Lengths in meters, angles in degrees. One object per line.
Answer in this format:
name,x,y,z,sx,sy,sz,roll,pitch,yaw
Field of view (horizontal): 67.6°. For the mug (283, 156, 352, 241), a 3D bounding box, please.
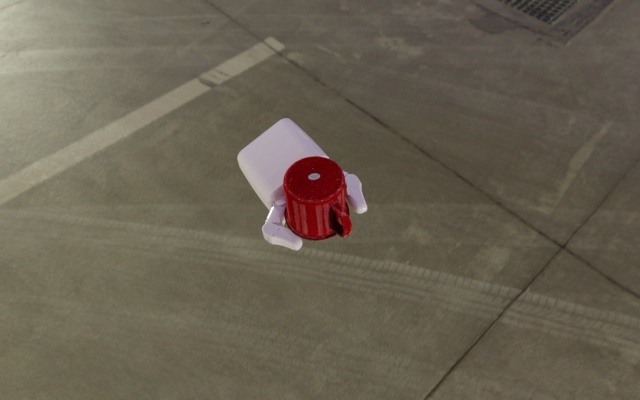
mug,0.001,0.003,0.641,0.093,0.117,0.082,-31,-32,-19
